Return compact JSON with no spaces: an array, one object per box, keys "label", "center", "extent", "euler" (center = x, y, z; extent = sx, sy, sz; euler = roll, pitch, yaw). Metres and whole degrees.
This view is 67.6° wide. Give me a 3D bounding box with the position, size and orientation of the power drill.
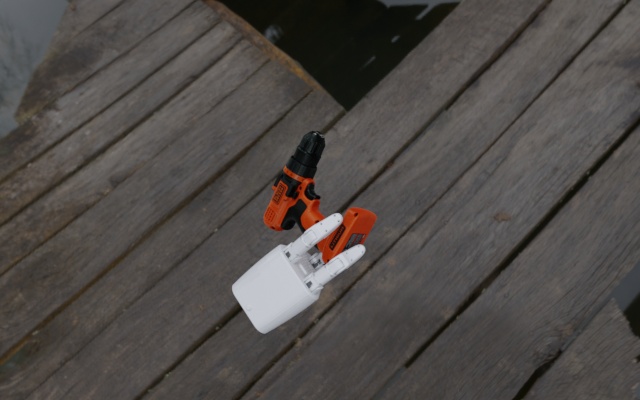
[{"label":"power drill","center":[0.000,0.003,0.763],"extent":[0.057,0.184,0.187],"euler":[5,27,-47]}]
